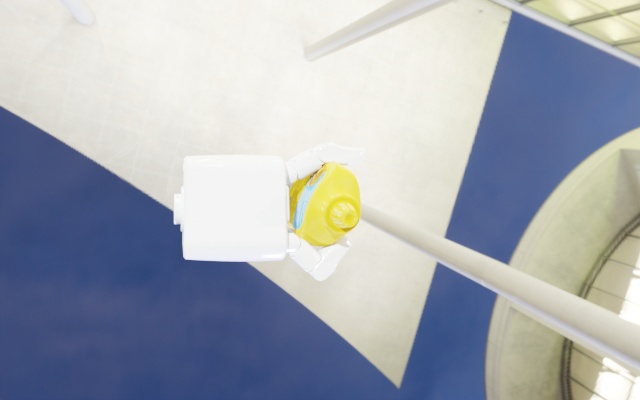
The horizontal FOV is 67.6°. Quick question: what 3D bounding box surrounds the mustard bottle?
[{"bbox_3d":[0.000,0.002,0.555,0.058,0.096,0.191,26,1,-19],"label":"mustard bottle"}]
